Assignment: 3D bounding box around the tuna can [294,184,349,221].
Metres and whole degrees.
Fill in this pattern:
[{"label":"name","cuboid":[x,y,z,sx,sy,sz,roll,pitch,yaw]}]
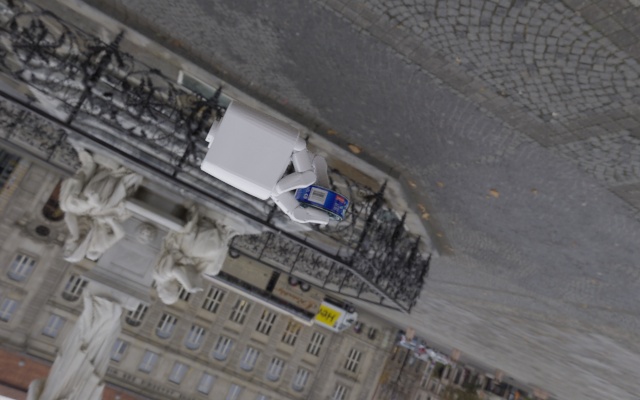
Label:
[{"label":"tuna can","cuboid":[0.000,0.003,0.756,0.086,0.033,0.086,18,-11,4]}]
